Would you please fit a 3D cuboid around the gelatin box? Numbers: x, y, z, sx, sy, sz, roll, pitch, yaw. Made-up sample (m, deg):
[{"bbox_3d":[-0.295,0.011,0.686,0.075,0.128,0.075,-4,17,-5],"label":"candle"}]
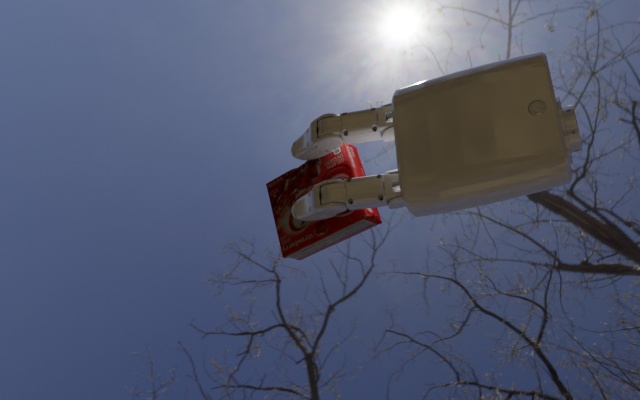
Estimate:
[{"bbox_3d":[0.000,0.002,0.412,0.089,0.073,0.030,-27,-26,26],"label":"gelatin box"}]
